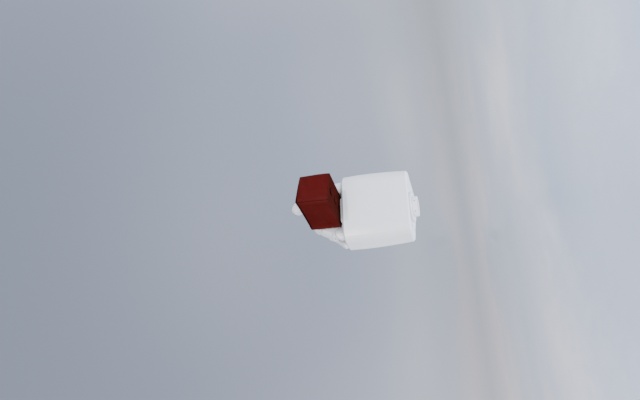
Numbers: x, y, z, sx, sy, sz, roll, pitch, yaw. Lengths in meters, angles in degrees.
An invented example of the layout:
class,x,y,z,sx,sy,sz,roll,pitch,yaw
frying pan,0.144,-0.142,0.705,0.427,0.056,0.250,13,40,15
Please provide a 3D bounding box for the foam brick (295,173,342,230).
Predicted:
class,x,y,z,sx,sy,sz,roll,pitch,yaw
foam brick,0.000,0.002,0.749,0.051,0.053,0.078,-7,-38,18
